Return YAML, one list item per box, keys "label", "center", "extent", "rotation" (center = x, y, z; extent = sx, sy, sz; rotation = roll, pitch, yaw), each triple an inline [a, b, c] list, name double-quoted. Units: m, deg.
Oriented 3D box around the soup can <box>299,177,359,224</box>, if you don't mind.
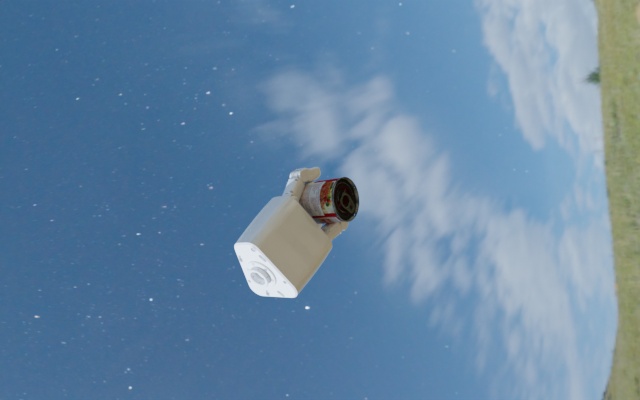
- label: "soup can"
  center: [0.000, 0.002, 0.748]
  extent: [0.102, 0.068, 0.068]
  rotation: [-6, -4, 39]
